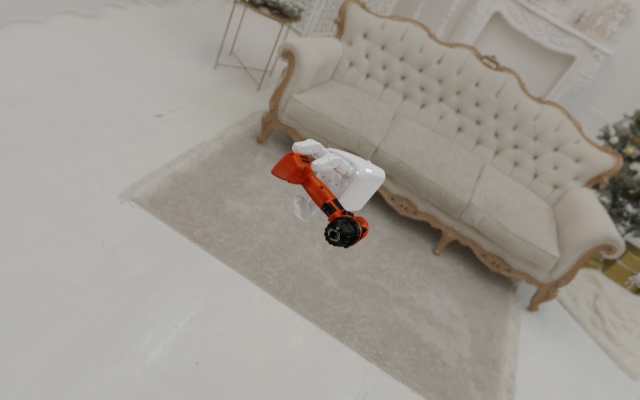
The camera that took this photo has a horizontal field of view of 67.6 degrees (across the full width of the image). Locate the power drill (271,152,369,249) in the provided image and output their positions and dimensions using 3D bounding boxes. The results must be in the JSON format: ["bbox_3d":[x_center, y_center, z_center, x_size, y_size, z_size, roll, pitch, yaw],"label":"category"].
[{"bbox_3d":[0.000,0.002,0.813,0.057,0.187,0.184,-43,-11,10],"label":"power drill"}]
